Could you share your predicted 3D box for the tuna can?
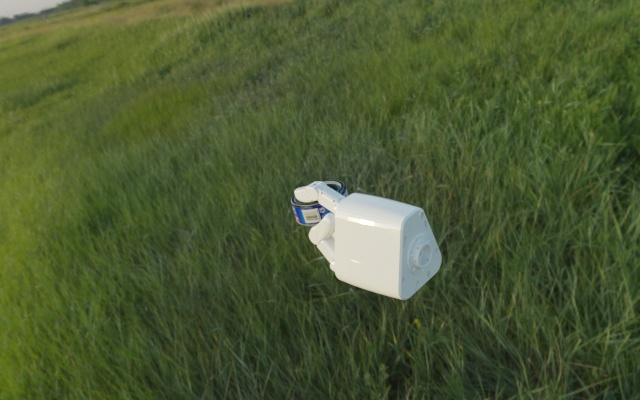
[{"bbox_3d":[0.000,0.002,0.708,0.086,0.034,0.086,-15,23,7],"label":"tuna can"}]
